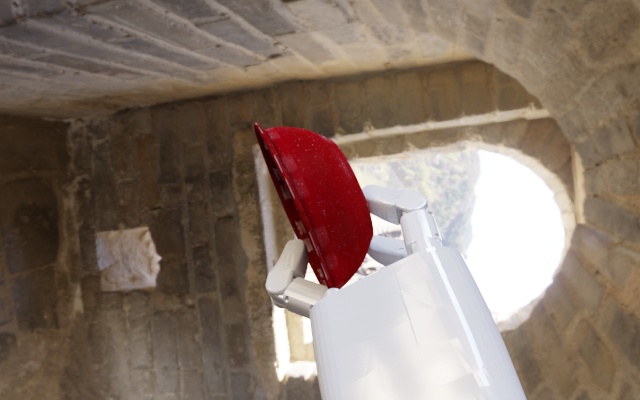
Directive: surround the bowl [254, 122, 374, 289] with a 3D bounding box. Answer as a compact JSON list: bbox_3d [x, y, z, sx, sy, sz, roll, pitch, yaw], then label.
[{"bbox_3d":[0.000,0.000,0.401,0.055,0.162,0.162,-24,3,-7],"label":"bowl"}]
